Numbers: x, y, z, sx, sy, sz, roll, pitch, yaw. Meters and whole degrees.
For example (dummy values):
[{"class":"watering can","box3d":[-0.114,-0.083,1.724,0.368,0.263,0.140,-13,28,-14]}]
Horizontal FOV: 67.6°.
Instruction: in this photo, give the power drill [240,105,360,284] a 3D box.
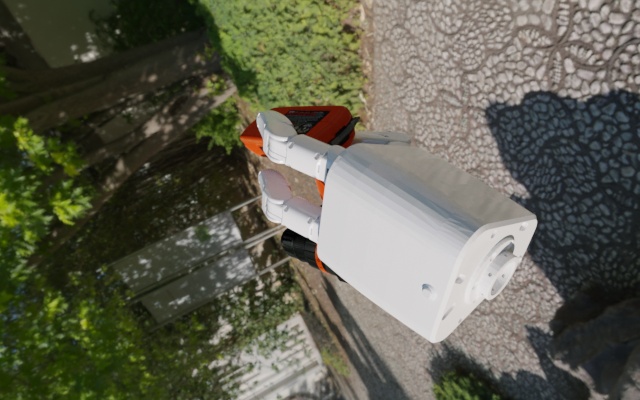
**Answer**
[{"class":"power drill","box3d":[0.000,0.001,0.459,0.184,0.188,0.057,7,46,43]}]
